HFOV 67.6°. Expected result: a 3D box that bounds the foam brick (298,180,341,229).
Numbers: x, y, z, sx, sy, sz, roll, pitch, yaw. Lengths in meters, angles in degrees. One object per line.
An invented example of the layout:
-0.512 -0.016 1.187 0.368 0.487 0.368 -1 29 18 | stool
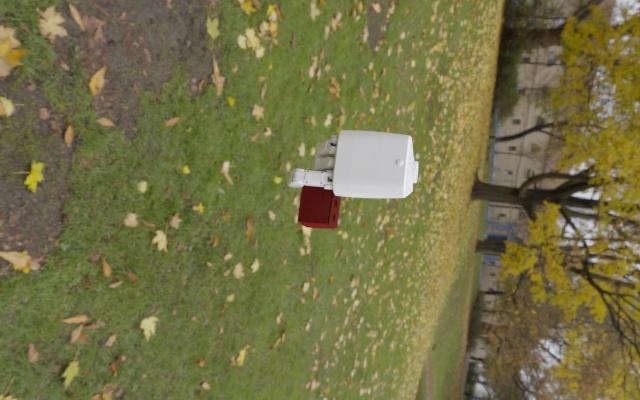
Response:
0.000 0.003 0.742 0.051 0.078 0.053 5 -10 16 | foam brick
